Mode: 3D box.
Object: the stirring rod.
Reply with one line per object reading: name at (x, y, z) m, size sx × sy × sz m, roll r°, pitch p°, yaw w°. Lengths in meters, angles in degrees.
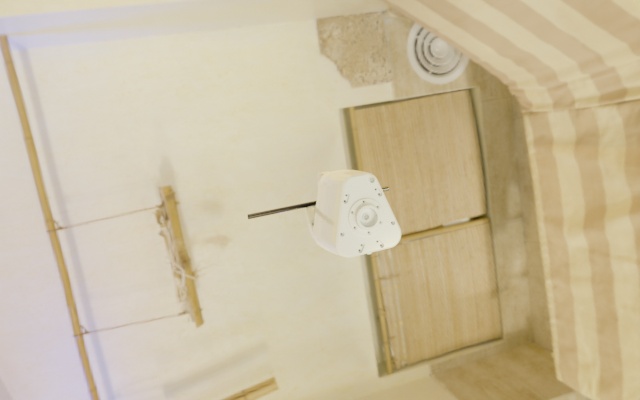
stirring rod at (0.000, 0.002, 0.780) m, size 0.239 × 0.011 × 0.011 m, roll -11°, pitch 3°, yaw -14°
